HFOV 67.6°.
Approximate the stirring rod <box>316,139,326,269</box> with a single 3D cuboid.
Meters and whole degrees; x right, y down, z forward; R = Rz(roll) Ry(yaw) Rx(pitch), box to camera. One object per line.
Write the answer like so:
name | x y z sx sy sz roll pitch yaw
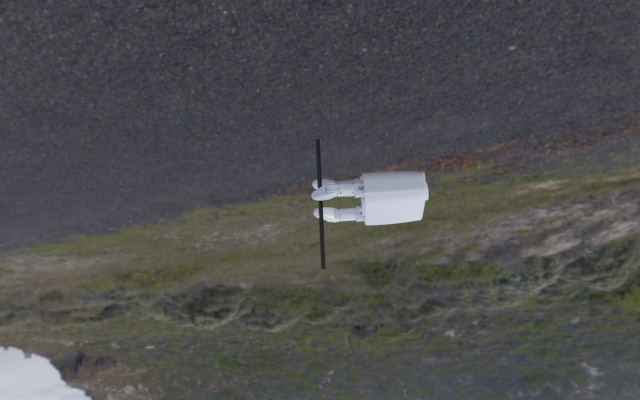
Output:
stirring rod | 0.000 0.003 0.859 0.011 0.239 0.011 -2 -15 -1
